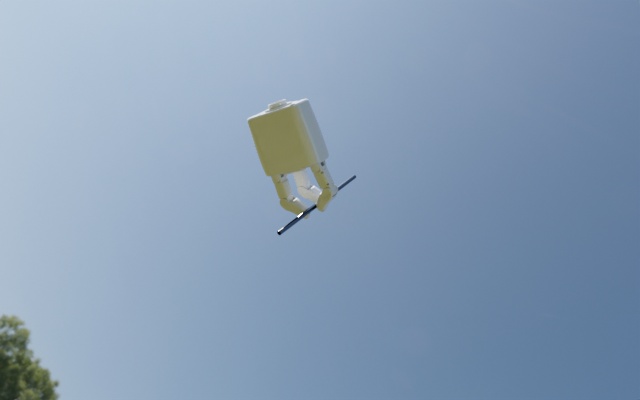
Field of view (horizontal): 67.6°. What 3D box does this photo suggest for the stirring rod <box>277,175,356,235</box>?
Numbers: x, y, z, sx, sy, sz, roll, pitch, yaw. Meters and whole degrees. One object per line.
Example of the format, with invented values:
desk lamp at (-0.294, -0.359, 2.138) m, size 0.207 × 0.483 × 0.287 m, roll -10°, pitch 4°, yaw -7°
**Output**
stirring rod at (0.000, 0.003, 0.859) m, size 0.011 × 0.011 × 0.239 m, roll 0°, pitch 25°, yaw 38°
